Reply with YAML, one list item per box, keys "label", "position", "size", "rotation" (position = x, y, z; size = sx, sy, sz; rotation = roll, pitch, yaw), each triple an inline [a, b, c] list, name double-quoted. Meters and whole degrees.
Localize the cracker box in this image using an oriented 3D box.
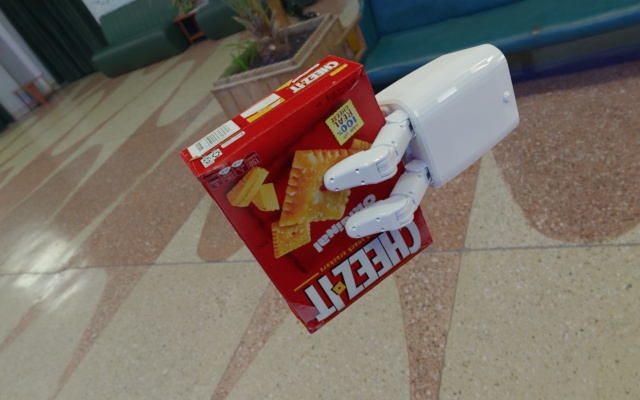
- label: "cracker box"
  position: [0.000, 0.001, 0.453]
  size: [0.164, 0.214, 0.072]
  rotation: [-35, 33, -9]
